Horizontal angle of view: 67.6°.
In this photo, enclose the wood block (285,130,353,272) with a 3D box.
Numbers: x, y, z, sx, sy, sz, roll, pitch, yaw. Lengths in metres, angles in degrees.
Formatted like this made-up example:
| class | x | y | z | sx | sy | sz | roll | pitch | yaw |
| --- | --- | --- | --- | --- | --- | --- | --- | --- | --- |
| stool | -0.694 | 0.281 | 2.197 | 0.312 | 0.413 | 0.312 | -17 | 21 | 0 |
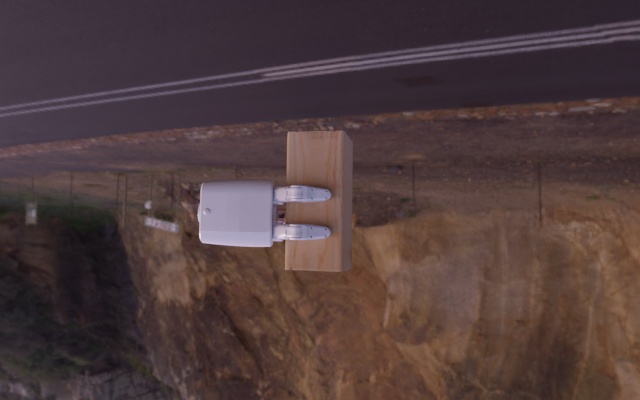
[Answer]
| class | x | y | z | sx | sy | sz | roll | pitch | yaw |
| --- | --- | --- | --- | --- | --- | --- | --- | --- | --- |
| wood block | 0.000 | 0.003 | 0.742 | 0.090 | 0.206 | 0.091 | 0 | -4 | 11 |
